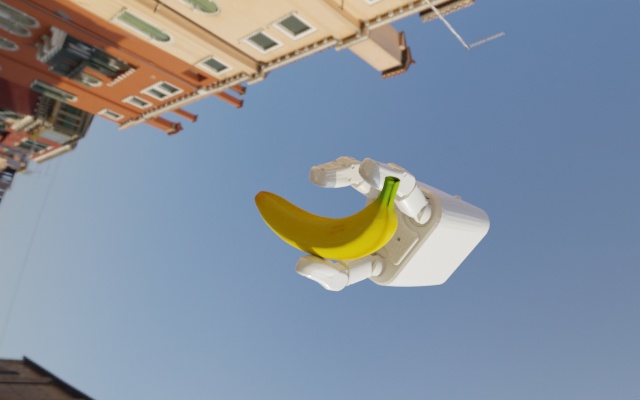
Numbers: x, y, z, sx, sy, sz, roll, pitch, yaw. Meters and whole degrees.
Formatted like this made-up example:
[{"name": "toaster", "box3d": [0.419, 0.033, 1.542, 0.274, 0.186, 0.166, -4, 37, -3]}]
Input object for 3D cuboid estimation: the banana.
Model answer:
[{"name": "banana", "box3d": [0.003, 0.020, 0.444, 0.037, 0.069, 0.198, 1, -4, -42]}]
